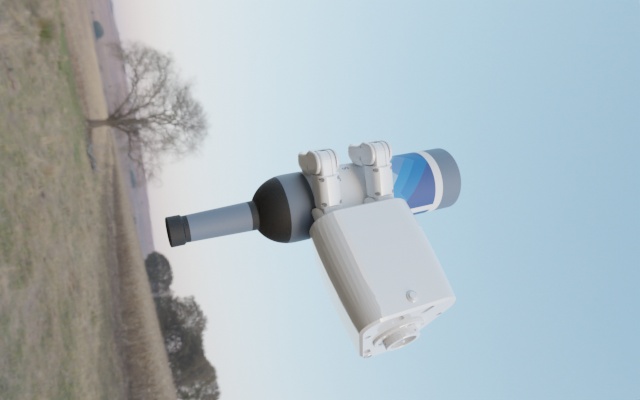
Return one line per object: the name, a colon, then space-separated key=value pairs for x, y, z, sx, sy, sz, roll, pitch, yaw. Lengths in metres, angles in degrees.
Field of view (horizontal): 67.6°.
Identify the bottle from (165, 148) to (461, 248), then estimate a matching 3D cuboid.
bottle: x=0.000 y=0.001 z=0.473 sx=0.295 sy=0.069 sz=0.069 roll=-11 pitch=4 yaw=-22
